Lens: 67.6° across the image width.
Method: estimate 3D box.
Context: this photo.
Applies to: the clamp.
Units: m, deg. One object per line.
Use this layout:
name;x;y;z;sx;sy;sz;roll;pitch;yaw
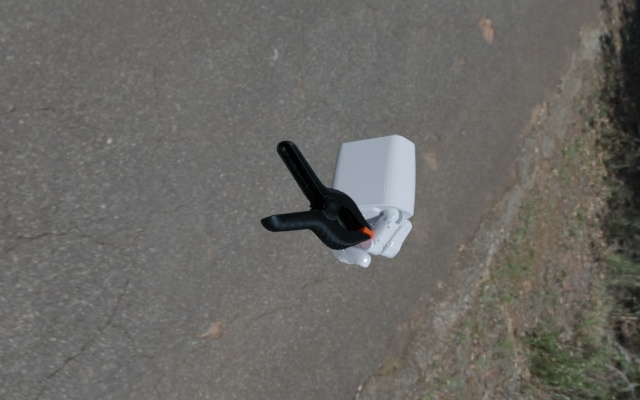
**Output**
clamp;0.001;0.002;0.591;0.039;0.120;0.171;-15;-30;42
